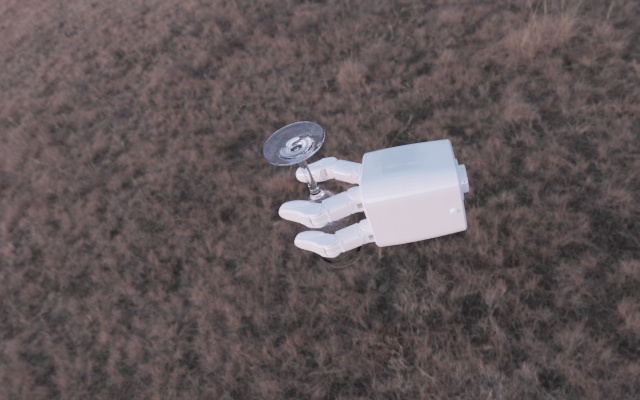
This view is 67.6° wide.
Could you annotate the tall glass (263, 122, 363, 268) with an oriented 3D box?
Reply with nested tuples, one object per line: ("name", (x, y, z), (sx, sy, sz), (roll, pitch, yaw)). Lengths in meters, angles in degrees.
("tall glass", (0.000, 0.001, 0.605), (0.079, 0.079, 0.201), (0, -43, 24))
